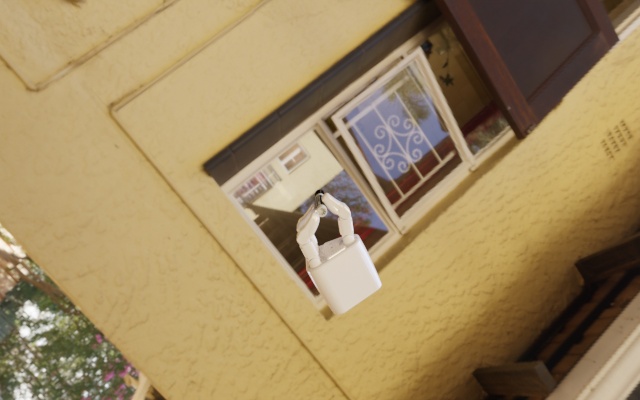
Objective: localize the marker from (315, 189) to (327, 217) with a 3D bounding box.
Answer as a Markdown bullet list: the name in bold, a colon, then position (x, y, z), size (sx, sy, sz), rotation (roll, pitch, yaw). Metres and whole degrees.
- **marker**: position (0.000, 0.003, 0.888), size (0.020, 0.020, 0.121), rotation (0, 17, -2)
